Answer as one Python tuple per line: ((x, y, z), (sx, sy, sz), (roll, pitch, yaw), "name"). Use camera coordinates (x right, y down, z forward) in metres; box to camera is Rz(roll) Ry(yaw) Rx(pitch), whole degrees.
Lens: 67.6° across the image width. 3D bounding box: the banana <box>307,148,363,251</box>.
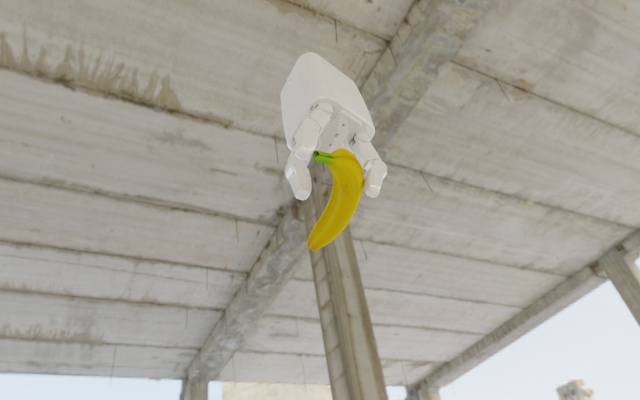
((0.018, -0.003, 0.608), (0.069, 0.037, 0.198), (-8, -38, -10), "banana")
